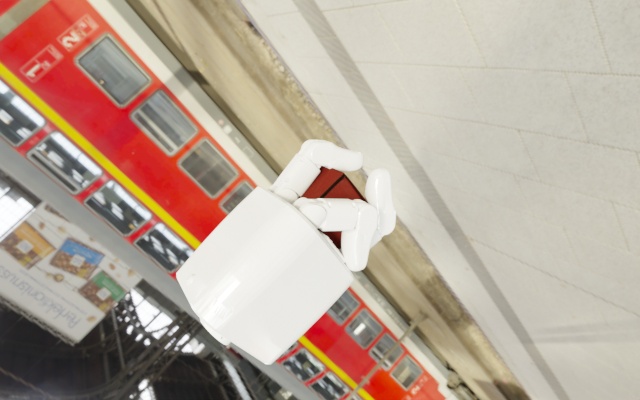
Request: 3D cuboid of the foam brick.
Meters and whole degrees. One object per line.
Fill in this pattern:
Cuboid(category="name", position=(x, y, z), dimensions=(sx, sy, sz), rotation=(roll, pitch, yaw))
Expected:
Cuboid(category="foam brick", position=(0.000, 0.001, 0.444), dimensions=(0.053, 0.051, 0.078), rotation=(49, -10, -29))
